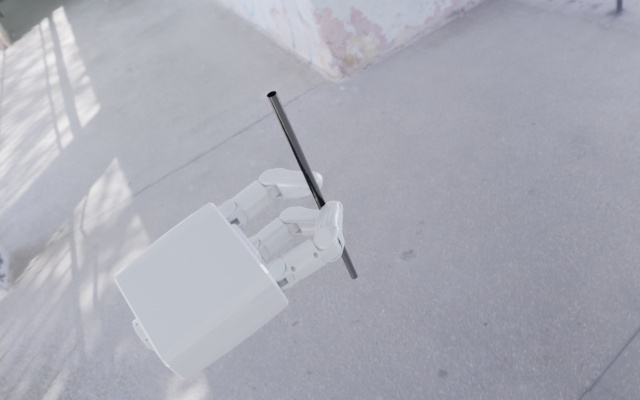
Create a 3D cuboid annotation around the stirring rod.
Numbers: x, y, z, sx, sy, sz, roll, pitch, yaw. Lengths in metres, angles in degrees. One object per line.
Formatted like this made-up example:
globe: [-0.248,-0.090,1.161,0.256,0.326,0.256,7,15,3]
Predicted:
stirring rod: [0.000,0.002,0.439,0.011,0.011,0.240,0,-42,24]
